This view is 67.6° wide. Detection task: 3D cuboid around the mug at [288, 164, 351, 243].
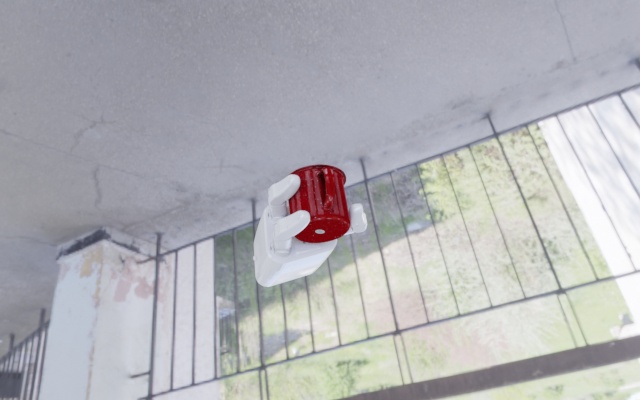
[{"bbox_3d":[0.001,0.002,0.661,0.093,0.081,0.117,2,-31,-18],"label":"mug"}]
